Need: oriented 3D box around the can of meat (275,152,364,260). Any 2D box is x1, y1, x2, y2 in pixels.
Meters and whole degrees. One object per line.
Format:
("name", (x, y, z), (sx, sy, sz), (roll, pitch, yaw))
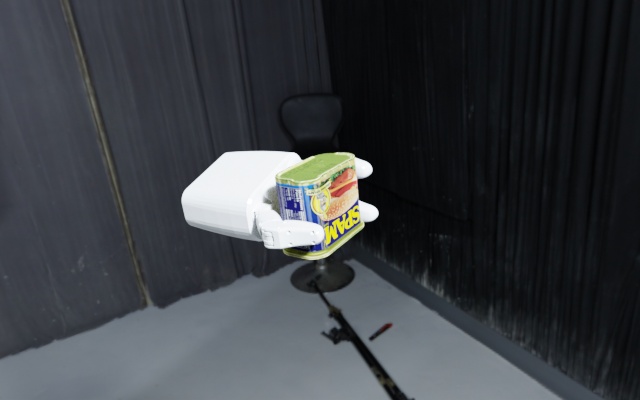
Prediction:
("can of meat", (0.000, 0.001, 0.508), (0.057, 0.084, 0.102), (8, 25, 34))
